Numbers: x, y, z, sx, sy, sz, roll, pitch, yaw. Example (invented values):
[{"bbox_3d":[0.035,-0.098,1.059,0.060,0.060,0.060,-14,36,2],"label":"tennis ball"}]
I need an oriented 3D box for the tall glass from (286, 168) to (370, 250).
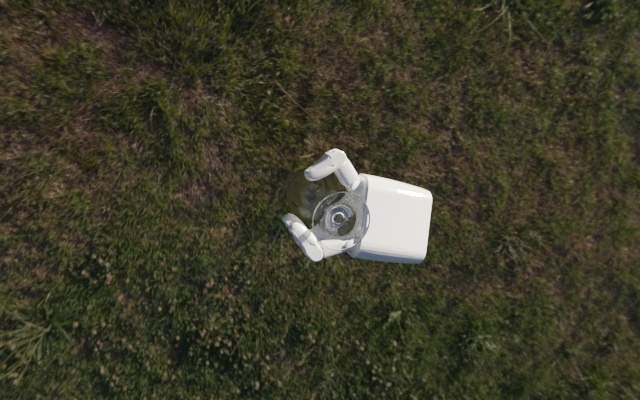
[{"bbox_3d":[0.000,0.002,0.670,0.079,0.079,0.201,0,14,-16],"label":"tall glass"}]
